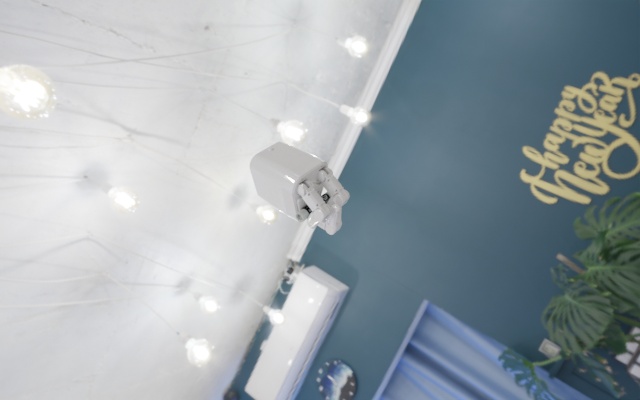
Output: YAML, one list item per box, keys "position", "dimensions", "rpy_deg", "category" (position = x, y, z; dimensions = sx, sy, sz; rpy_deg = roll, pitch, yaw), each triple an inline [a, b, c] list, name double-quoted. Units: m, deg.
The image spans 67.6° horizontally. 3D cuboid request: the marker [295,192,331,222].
- position: [0.000, 0.003, 0.850]
  dimensions: [0.020, 0.020, 0.121]
  rpy_deg: [0, 26, 42]
  category: "marker"
